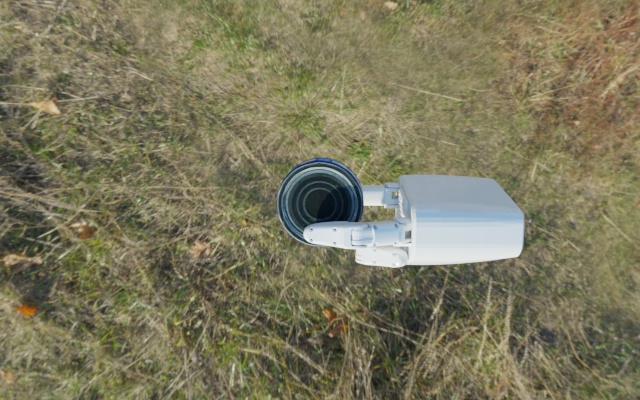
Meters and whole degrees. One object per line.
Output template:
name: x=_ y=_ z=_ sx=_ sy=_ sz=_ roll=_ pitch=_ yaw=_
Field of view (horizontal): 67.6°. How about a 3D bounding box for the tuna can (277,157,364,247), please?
tuna can: x=0.000 y=0.002 z=0.471 sx=0.086 sy=0.086 sz=0.033 roll=0 pitch=10 yaw=3
